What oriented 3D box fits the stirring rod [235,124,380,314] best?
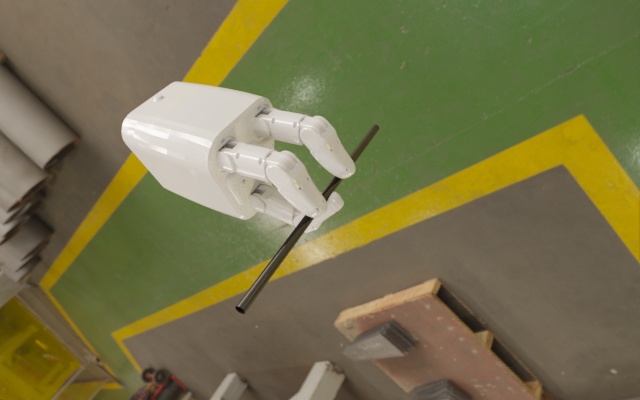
[{"bbox_3d":[0.000,0.001,0.407,0.011,0.011,0.239,0,39,36],"label":"stirring rod"}]
